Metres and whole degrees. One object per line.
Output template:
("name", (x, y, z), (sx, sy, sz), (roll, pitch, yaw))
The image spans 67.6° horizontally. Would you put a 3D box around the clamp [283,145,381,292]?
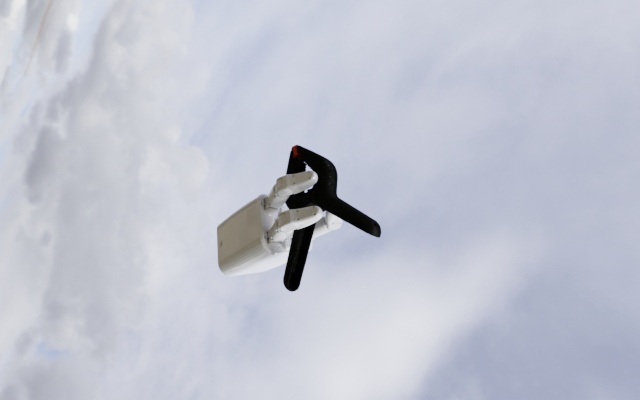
("clamp", (0.000, 0.002, 0.662), (0.164, 0.209, 0.036), (-29, -35, 32))
